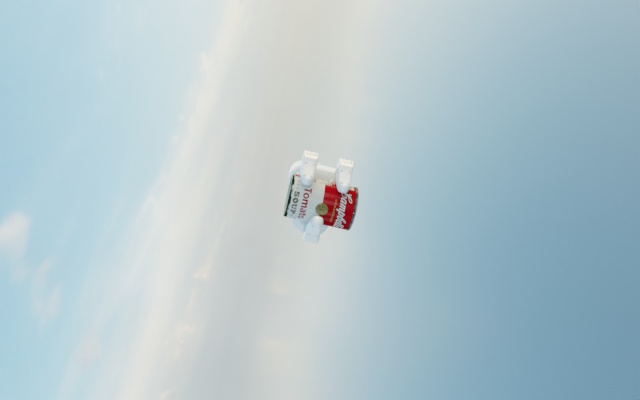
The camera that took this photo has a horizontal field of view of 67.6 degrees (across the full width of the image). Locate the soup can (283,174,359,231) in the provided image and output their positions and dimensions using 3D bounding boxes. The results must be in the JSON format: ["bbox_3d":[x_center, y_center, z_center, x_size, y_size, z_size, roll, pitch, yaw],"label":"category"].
[{"bbox_3d":[0.000,0.003,0.723,0.102,0.068,0.068,12,-2,-7],"label":"soup can"}]
